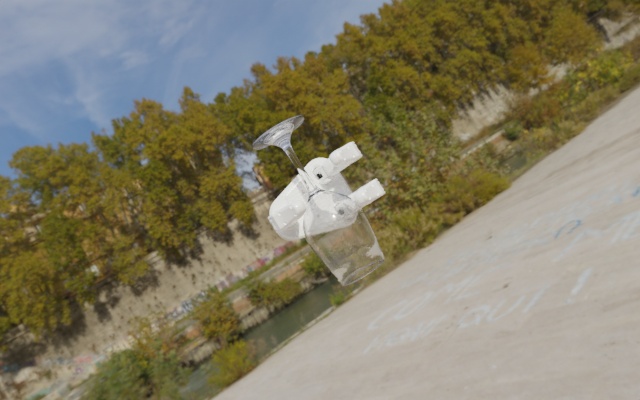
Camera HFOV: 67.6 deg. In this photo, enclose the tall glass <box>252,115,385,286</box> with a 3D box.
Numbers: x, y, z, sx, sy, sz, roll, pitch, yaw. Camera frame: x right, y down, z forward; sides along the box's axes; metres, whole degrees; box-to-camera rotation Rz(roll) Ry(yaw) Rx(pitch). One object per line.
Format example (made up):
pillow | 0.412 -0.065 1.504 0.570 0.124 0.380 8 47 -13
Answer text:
tall glass | 0.000 0.001 0.578 0.079 0.201 0.079 -31 -2 -2
